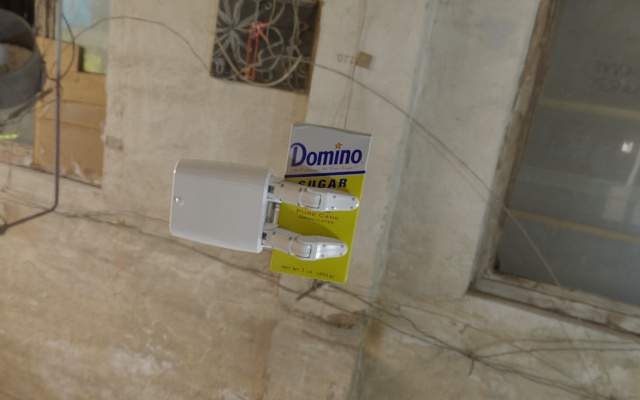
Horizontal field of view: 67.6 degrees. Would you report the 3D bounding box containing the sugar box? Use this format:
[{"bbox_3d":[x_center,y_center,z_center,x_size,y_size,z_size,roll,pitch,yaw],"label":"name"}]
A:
[{"bbox_3d":[0.000,0.002,0.560,0.093,0.176,0.048,9,13,2],"label":"sugar box"}]
